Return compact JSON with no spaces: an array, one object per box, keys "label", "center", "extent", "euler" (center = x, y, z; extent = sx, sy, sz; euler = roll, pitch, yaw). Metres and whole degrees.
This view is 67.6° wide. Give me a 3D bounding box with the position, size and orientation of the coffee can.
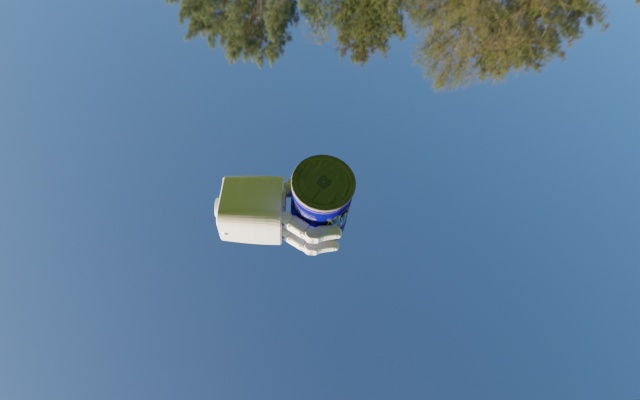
[{"label":"coffee can","center":[0.000,0.003,0.811],"extent":[0.103,0.102,0.140],"euler":[0,-28,-4]}]
